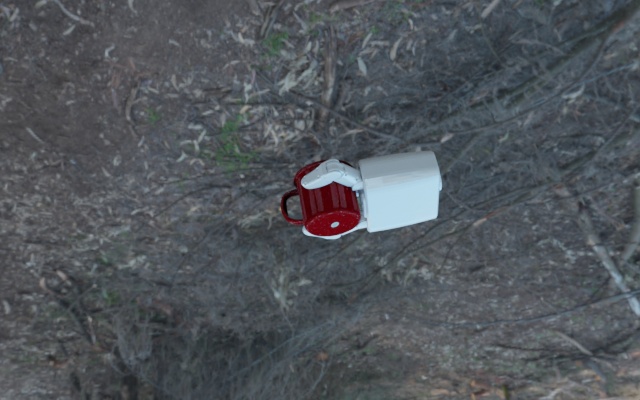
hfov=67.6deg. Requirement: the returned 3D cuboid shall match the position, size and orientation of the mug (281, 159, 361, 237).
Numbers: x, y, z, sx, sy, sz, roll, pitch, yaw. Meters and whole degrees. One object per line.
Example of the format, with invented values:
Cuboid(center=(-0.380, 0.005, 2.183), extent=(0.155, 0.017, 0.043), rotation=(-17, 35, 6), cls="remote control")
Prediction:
Cuboid(center=(-0.001, 0.003, 0.689), extent=(0.117, 0.081, 0.093), rotation=(-11, -28, 1), cls="mug")
